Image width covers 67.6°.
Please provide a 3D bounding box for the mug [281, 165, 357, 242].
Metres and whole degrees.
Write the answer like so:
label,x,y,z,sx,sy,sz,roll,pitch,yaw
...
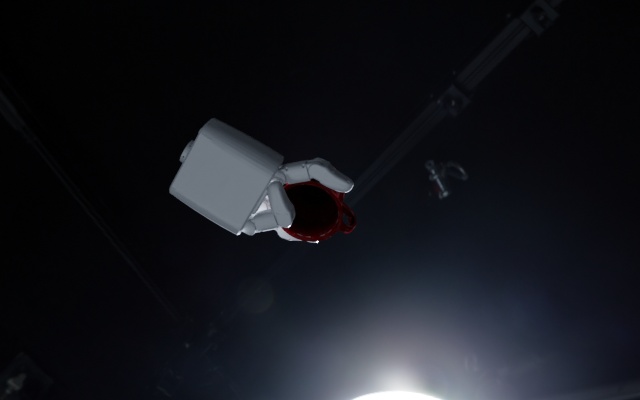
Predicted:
label,x,y,z,sx,sy,sz,roll,pitch,yaw
mug,0.001,0.003,0.658,0.117,0.093,0.081,31,30,-7
